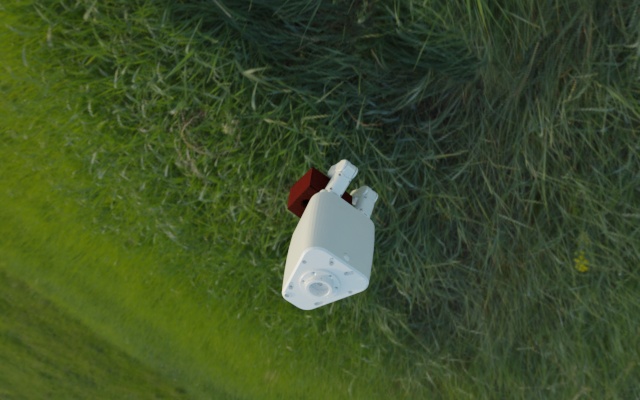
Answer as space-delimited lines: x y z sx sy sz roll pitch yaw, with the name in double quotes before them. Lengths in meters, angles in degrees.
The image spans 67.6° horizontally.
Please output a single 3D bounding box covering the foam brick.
"foam brick" 0.000 0.002 0.672 0.078 0.053 0.051 35 32 -18
